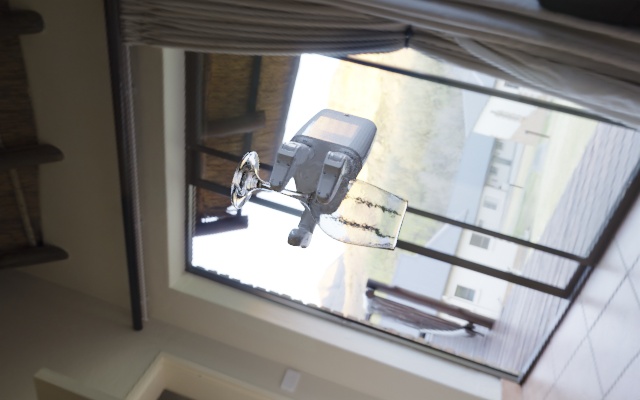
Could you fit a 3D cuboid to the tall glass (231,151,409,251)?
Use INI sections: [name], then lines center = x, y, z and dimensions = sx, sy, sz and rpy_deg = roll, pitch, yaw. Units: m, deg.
[tall glass]
center = -0.001, 0.002, 0.573
dimensions = 0.201, 0.079, 0.079
rpy_deg = 17, 3, 11
